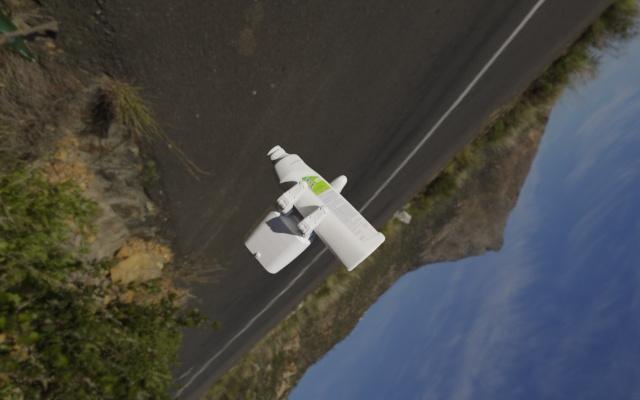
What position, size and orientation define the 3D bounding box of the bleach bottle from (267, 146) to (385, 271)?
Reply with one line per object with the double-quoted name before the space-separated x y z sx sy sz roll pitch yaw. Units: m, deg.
"bleach bottle" 0.000 0.003 0.850 0.068 0.251 0.102 -45 -8 28
